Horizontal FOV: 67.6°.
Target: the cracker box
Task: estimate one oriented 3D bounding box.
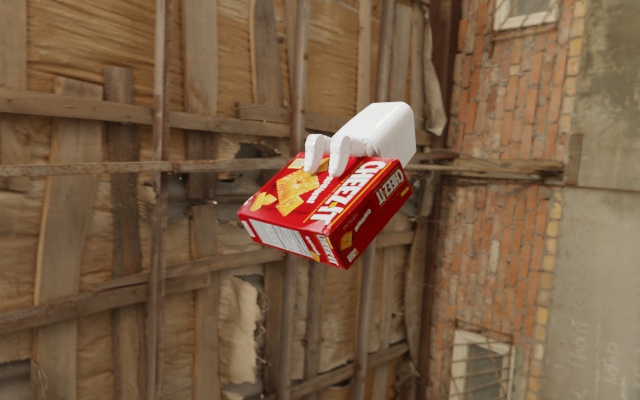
[{"bbox_3d":[0.000,0.002,0.708,0.213,0.072,0.164,9,47,47],"label":"cracker box"}]
